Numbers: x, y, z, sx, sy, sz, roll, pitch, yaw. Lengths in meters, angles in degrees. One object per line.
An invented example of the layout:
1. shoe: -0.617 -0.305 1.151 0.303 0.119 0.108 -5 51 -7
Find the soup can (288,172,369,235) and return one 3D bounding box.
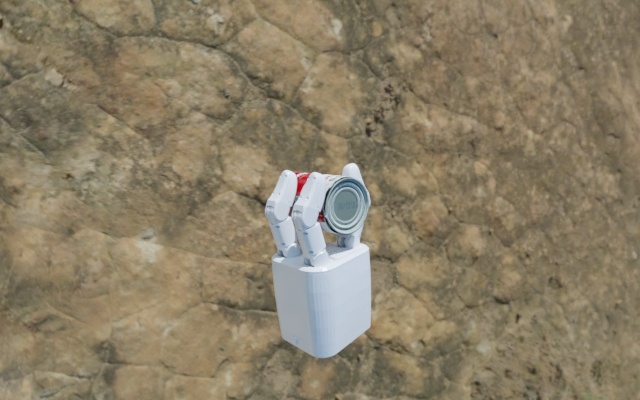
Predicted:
1. soup can: 0.000 0.001 0.572 0.068 0.068 0.102 0 5 -38
